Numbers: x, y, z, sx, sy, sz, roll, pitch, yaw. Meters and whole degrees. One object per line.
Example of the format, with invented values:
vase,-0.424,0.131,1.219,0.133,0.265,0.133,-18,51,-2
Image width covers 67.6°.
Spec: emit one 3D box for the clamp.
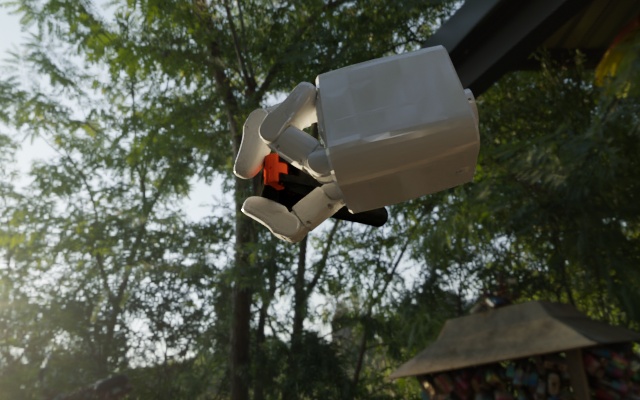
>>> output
clamp,0.000,0.001,0.465,0.120,0.039,0.171,-14,-22,8
